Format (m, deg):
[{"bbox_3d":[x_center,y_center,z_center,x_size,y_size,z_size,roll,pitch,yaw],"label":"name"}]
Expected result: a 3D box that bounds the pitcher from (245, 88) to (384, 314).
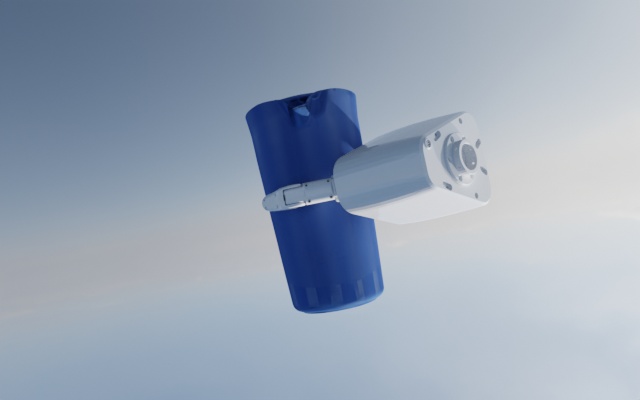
[{"bbox_3d":[0.000,0.002,0.571,0.149,0.243,0.145,-8,-5,-44],"label":"pitcher"}]
